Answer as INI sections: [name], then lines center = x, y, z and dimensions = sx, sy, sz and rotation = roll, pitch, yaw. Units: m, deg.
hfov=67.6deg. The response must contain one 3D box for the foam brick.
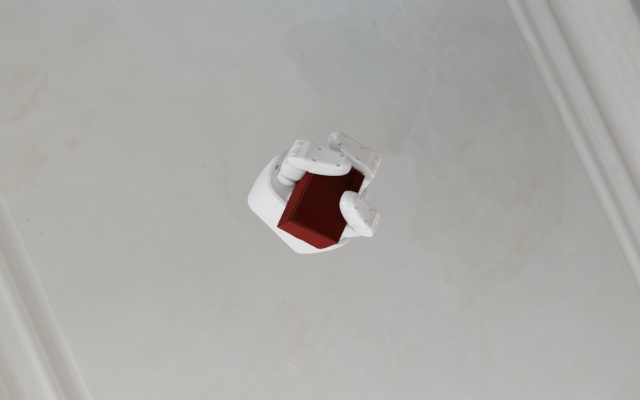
[foam brick]
center = 0.000, 0.002, 0.468
dimensions = 0.053, 0.078, 0.051
rotation = 29, -21, -13
